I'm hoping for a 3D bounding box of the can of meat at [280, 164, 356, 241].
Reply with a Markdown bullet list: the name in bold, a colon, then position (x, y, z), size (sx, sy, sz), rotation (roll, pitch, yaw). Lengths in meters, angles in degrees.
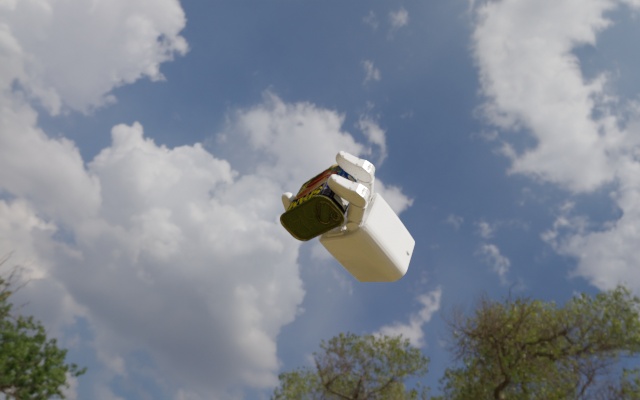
- **can of meat**: position (0.000, 0.002, 0.703), size (0.102, 0.057, 0.084), rotation (-29, 22, 39)
